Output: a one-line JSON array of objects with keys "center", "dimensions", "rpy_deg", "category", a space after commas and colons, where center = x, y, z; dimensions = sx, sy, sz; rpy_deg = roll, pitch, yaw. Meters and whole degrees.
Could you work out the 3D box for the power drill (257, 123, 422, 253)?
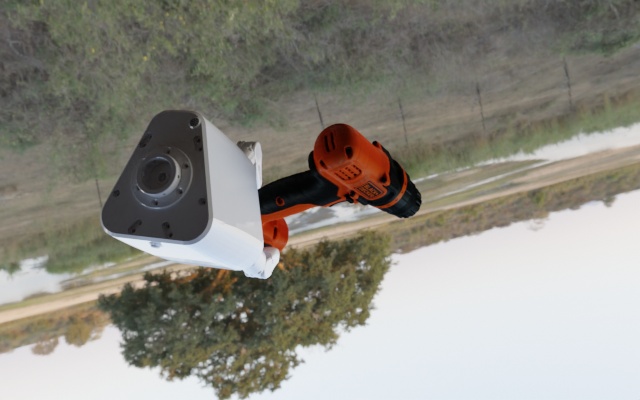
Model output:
[{"center": [0.000, 0.002, 0.510], "dimensions": [0.188, 0.057, 0.184], "rpy_deg": [-25, -32, 23], "category": "power drill"}]
